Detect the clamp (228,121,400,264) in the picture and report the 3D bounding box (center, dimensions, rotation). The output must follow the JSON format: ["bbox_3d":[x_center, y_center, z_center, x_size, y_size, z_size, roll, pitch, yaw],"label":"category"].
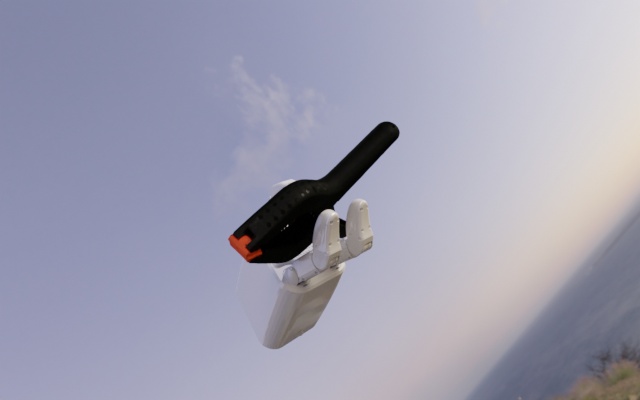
[{"bbox_3d":[-0.001,0.001,0.490,0.036,0.165,0.210,38,36,27],"label":"clamp"}]
